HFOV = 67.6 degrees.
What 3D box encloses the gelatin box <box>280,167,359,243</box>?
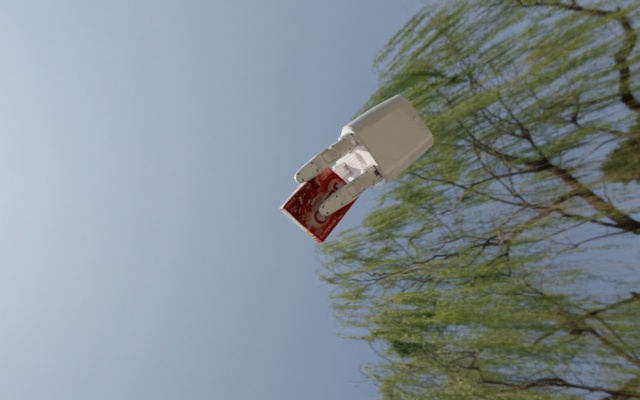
[{"bbox_3d":[0.000,0.002,0.659,0.073,0.089,0.030,42,-16,-7],"label":"gelatin box"}]
